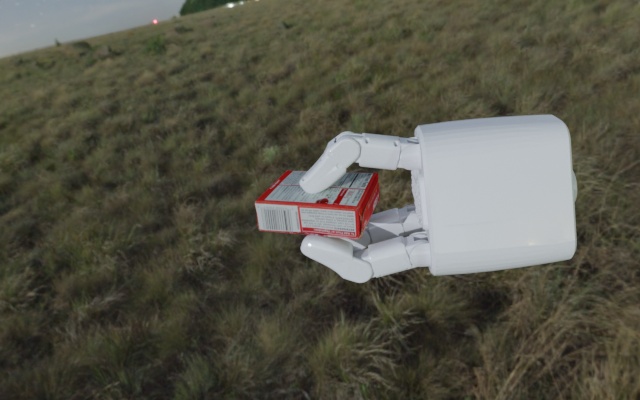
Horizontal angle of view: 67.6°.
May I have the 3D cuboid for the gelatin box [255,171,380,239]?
[{"bbox_3d":[0.000,0.001,0.404,0.089,0.030,0.073,4,25,17],"label":"gelatin box"}]
